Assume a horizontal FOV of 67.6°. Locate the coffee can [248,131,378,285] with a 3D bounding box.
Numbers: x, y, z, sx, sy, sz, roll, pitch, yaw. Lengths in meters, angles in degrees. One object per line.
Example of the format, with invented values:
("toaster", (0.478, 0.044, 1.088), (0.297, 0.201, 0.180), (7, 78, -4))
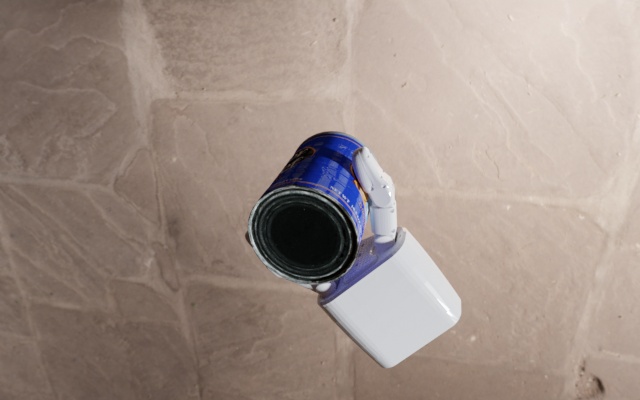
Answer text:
("coffee can", (0.000, 0.001, 0.481), (0.103, 0.103, 0.140), (0, 27, 16))
